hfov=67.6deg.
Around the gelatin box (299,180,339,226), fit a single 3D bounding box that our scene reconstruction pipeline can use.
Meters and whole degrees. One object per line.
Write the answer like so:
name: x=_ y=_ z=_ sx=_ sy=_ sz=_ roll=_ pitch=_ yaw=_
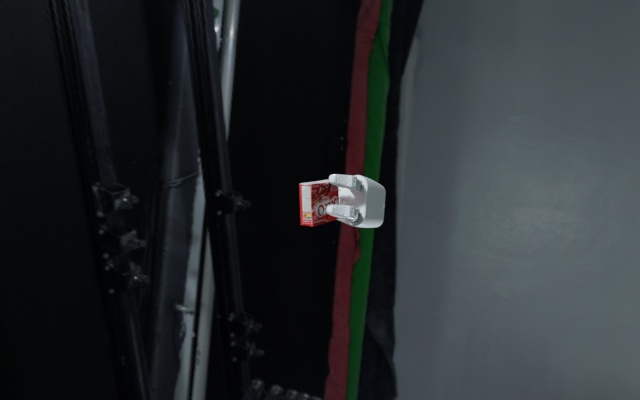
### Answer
gelatin box: x=0.000 y=0.003 z=0.847 sx=0.030 sy=0.073 sz=0.089 roll=4 pitch=9 yaw=35
